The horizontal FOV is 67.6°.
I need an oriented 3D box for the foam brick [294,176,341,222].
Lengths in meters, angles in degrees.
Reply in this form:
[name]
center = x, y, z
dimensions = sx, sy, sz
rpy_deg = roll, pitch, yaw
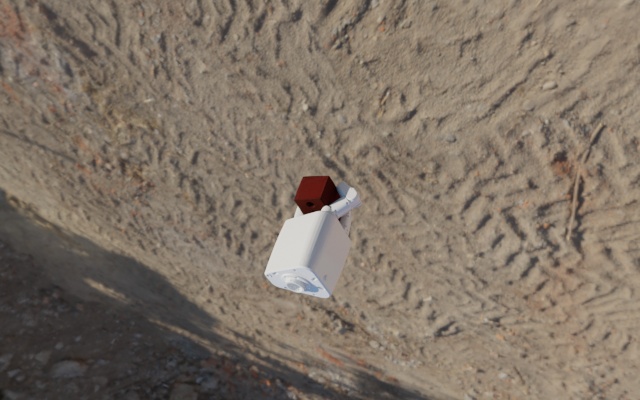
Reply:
[foam brick]
center = 0.000, 0.002, 0.805
dimensions = 0.053, 0.051, 0.078
rpy_deg = -2, -41, 31
